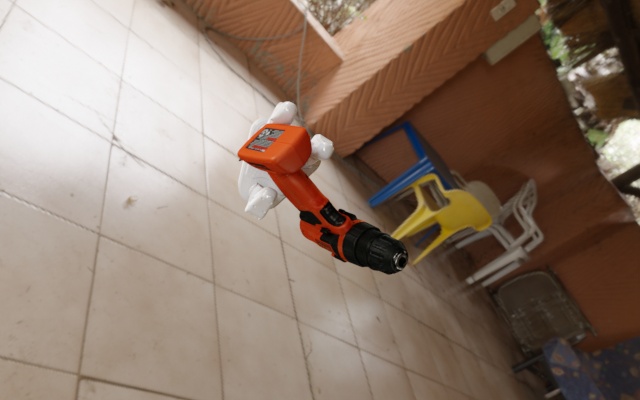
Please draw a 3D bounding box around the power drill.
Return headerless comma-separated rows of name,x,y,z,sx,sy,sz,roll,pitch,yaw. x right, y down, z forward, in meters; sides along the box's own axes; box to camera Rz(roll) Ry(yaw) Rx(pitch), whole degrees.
power drill,0.000,0.001,0.543,0.184,0.057,0.188,17,-31,54
